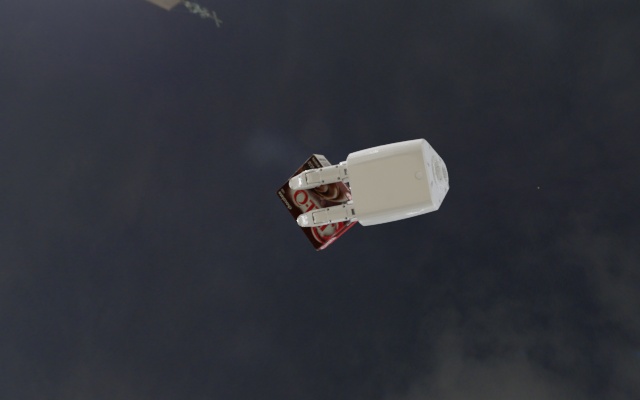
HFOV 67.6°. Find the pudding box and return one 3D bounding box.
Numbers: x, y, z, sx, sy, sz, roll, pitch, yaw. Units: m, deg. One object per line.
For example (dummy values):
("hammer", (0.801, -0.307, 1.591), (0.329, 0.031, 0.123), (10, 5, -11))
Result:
("pudding box", (0.000, 0.002, 0.702), (0.090, 0.113, 0.039), (-43, -18, 25))
